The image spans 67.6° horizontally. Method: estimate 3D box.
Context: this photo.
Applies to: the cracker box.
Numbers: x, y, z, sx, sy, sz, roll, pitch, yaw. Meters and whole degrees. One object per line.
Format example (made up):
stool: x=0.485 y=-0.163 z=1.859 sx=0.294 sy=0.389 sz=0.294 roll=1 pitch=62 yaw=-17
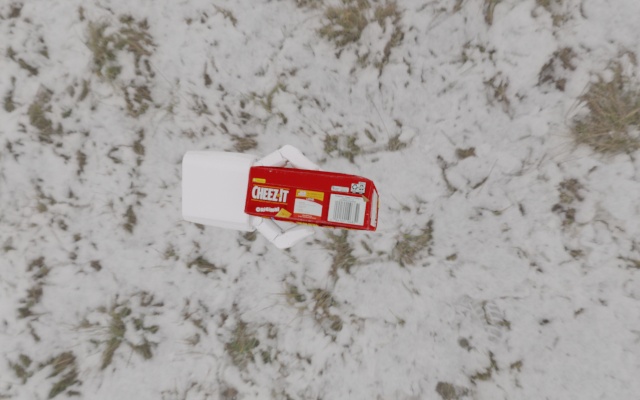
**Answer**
cracker box: x=0.000 y=0.002 z=0.702 sx=0.164 sy=0.072 sz=0.214 roll=7 pitch=-3 yaw=9
